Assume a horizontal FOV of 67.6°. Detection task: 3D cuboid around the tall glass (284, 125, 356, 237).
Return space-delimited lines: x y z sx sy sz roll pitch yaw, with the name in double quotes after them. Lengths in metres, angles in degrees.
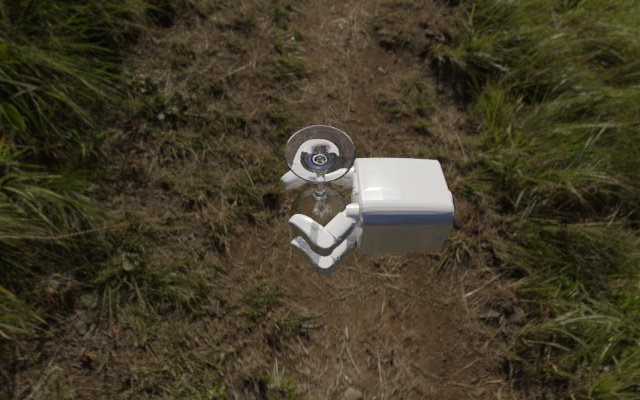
0.000 0.001 0.578 0.079 0.079 0.201 0 -31 0 "tall glass"
